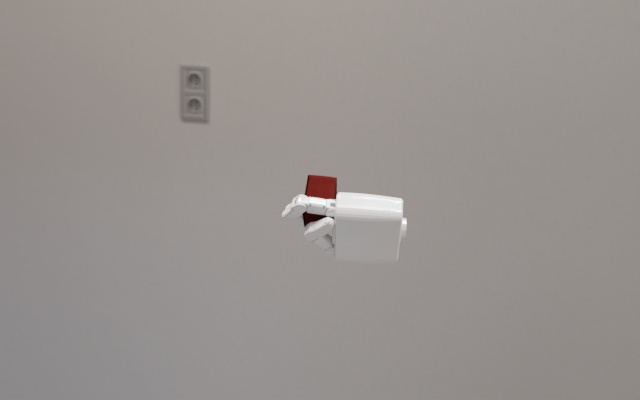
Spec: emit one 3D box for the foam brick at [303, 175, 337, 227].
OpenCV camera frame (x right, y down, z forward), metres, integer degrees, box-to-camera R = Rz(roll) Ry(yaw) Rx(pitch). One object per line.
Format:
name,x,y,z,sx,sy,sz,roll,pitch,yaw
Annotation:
foam brick,0.000,0.002,0.817,0.051,0.078,0.053,3,-39,6
